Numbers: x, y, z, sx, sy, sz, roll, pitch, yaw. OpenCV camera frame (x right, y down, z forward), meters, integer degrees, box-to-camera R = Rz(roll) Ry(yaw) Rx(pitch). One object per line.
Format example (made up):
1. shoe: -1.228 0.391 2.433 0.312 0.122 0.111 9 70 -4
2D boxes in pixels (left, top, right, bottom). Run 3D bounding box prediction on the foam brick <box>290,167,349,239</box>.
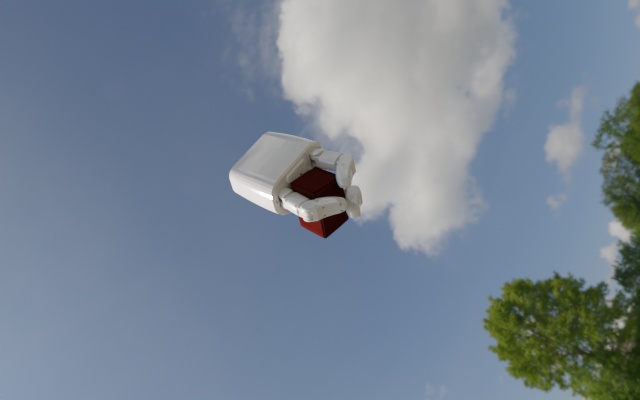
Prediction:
1. foam brick: 0.000 0.003 0.671 0.051 0.078 0.053 22 46 40
